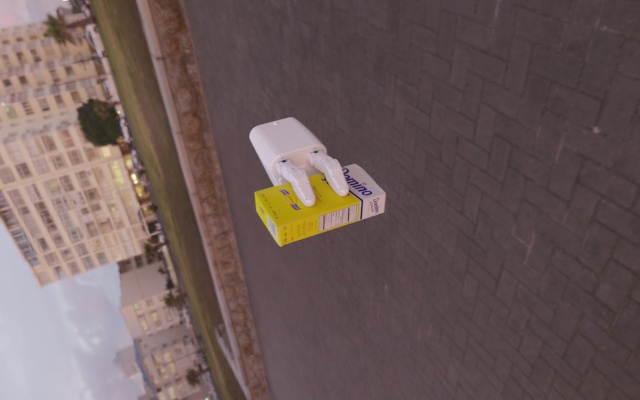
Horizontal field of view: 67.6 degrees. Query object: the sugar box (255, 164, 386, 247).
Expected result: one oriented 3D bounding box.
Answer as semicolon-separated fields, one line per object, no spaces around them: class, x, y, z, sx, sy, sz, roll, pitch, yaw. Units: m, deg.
sugar box;0.000;0.002;0.719;0.176;0.048;0.093;-19;43;-19
